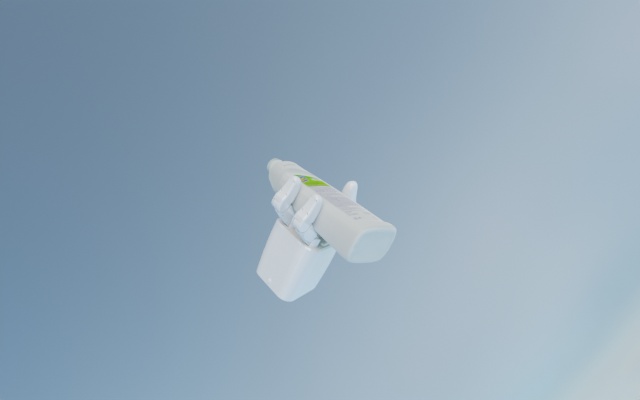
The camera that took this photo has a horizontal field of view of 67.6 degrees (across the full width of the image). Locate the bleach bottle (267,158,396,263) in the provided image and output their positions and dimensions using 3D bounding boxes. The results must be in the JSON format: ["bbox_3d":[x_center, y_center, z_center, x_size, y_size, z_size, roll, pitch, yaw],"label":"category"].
[{"bbox_3d":[0.000,0.003,0.778,0.102,0.068,0.250,4,28,-48],"label":"bleach bottle"}]
